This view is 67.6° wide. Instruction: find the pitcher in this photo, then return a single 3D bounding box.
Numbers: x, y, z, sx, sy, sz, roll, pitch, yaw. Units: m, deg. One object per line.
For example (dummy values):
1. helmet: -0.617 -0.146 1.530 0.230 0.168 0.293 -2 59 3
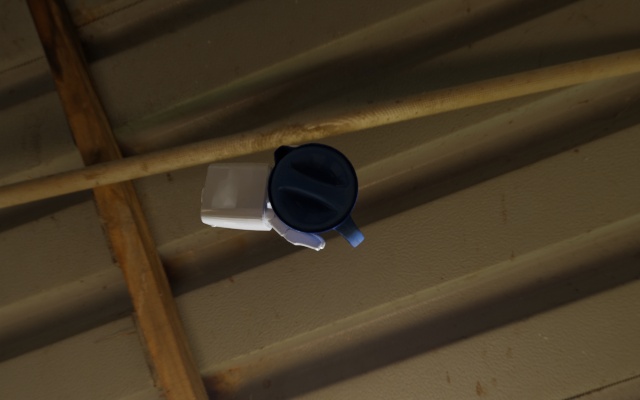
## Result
1. pitcher: 0.000 0.003 0.806 0.145 0.149 0.243 2 -6 3
